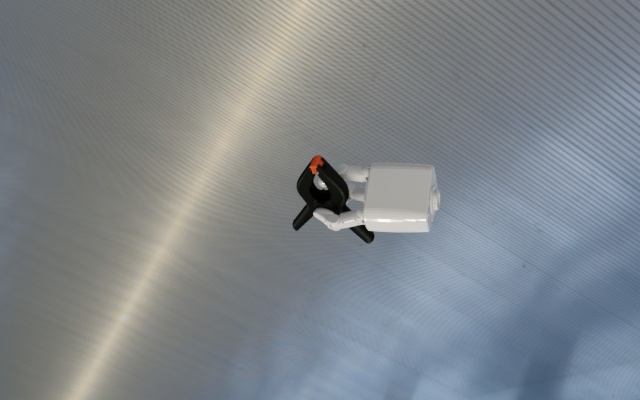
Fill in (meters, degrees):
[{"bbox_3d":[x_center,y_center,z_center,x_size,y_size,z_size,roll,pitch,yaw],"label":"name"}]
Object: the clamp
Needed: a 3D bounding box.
[{"bbox_3d":[0.000,0.003,0.859,0.164,0.036,0.210,3,-40,24],"label":"clamp"}]
